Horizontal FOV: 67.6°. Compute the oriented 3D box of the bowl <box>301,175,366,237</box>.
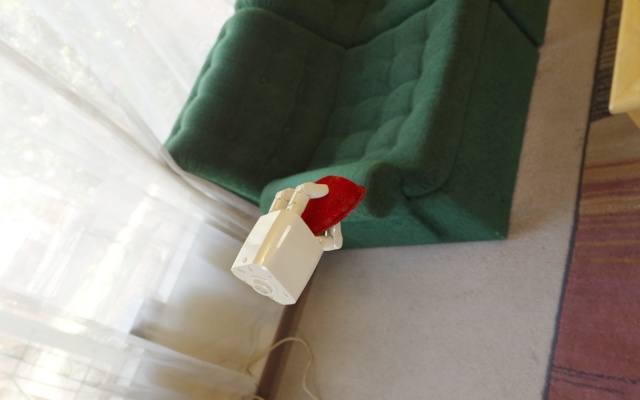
[{"bbox_3d":[0.000,0.002,0.865,0.162,0.055,0.162,-33,14,10],"label":"bowl"}]
